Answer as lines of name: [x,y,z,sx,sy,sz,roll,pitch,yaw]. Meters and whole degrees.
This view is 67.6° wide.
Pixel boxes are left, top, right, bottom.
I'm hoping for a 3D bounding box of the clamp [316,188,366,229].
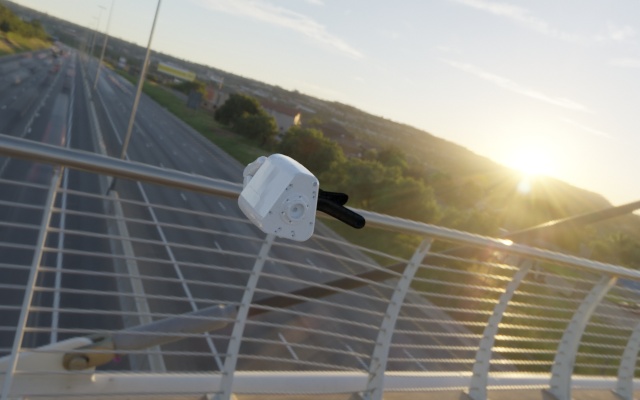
clamp: [0.000,0.002,0.852,0.171,0.039,0.120,13,15,-29]
